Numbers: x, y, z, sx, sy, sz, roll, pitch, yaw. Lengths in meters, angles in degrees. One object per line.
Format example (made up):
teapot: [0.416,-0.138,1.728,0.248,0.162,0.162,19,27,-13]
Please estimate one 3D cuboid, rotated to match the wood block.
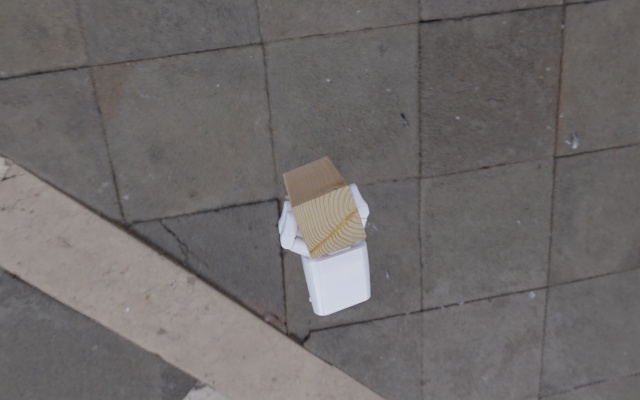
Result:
wood block: [0.001,0.003,0.786,0.091,0.090,0.206,-21,19,-1]
